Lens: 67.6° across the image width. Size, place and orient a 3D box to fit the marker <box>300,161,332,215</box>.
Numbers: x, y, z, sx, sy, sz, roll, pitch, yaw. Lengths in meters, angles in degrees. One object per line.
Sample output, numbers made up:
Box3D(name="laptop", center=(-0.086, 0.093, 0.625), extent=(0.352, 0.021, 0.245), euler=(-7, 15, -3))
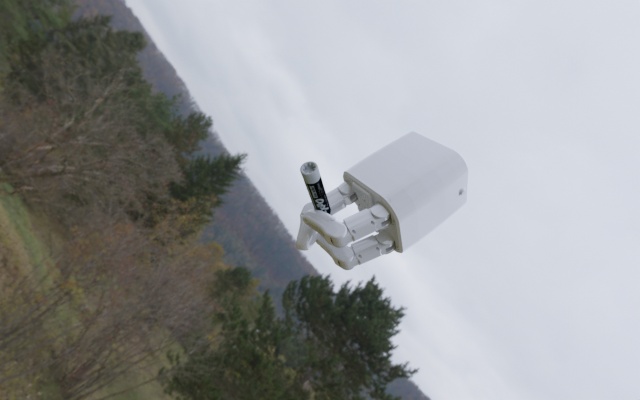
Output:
Box3D(name="marker", center=(0.000, 0.002, 0.533), extent=(0.020, 0.020, 0.121), euler=(0, -36, 14))
